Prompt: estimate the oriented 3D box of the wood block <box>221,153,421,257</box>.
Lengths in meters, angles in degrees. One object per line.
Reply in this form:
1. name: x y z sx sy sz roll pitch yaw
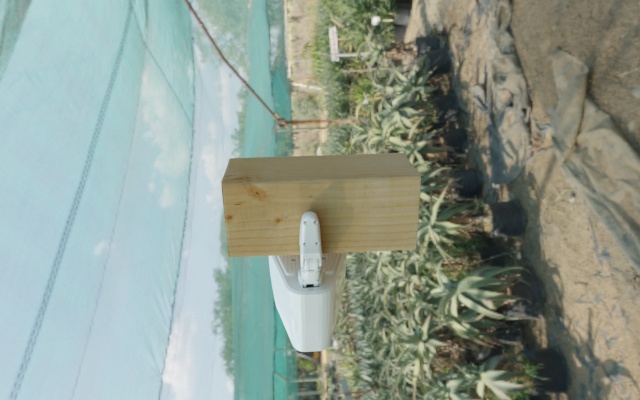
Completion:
1. wood block: 0.000 0.002 0.543 0.206 0.090 0.090 -2 22 -3
